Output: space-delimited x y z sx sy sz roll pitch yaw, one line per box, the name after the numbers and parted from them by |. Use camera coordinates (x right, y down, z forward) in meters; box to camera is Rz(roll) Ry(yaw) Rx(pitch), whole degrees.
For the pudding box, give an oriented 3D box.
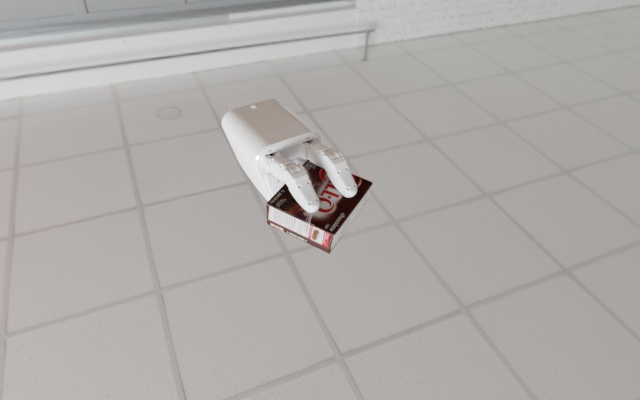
0.000 0.002 0.582 0.090 0.039 0.113 23 47 16 | pudding box
